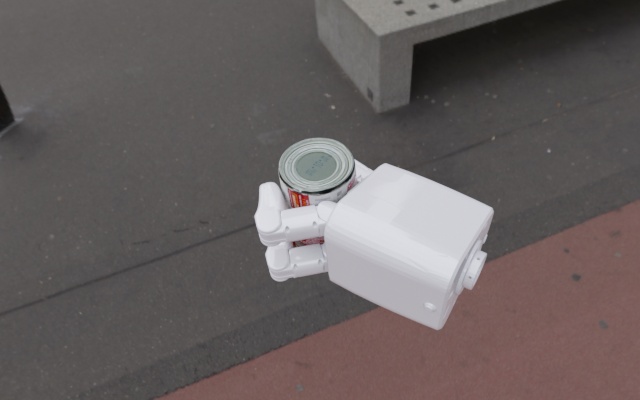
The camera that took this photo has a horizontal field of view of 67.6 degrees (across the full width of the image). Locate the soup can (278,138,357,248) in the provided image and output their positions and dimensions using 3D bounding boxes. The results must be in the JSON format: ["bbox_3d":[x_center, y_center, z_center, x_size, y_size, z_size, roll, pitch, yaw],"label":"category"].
[{"bbox_3d":[0.000,0.001,0.443,0.068,0.068,0.102,0,-41,6],"label":"soup can"}]
